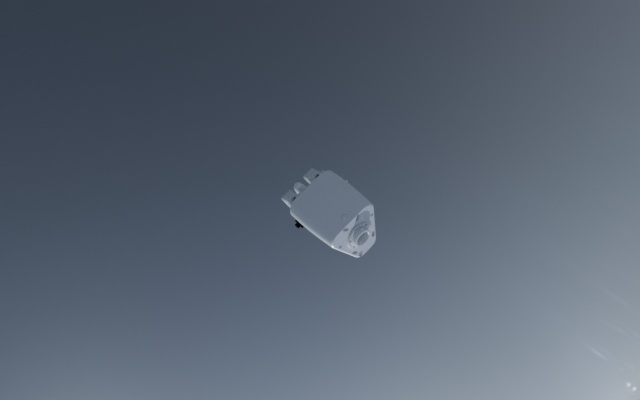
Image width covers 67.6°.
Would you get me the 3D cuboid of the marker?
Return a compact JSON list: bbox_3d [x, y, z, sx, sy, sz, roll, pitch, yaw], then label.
[{"bbox_3d":[0.000,0.003,0.836,0.020,0.121,0.020,43,-7,7],"label":"marker"}]
